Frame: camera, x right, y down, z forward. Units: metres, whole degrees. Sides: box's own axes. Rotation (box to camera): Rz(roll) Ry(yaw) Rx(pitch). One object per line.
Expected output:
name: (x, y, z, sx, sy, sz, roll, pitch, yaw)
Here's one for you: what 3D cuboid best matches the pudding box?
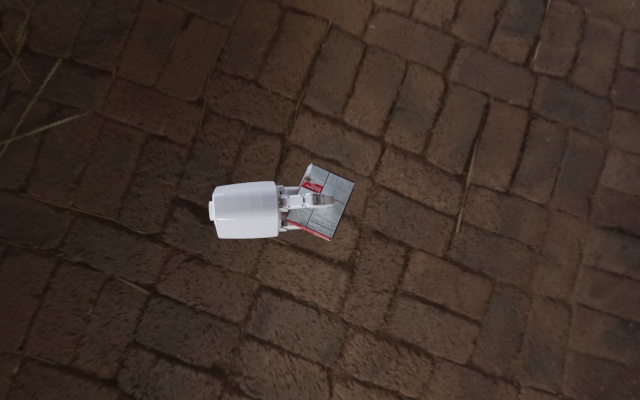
pudding box: (0.000, 0.003, 0.834, 0.090, 0.113, 0.039, 24, -9, -3)
